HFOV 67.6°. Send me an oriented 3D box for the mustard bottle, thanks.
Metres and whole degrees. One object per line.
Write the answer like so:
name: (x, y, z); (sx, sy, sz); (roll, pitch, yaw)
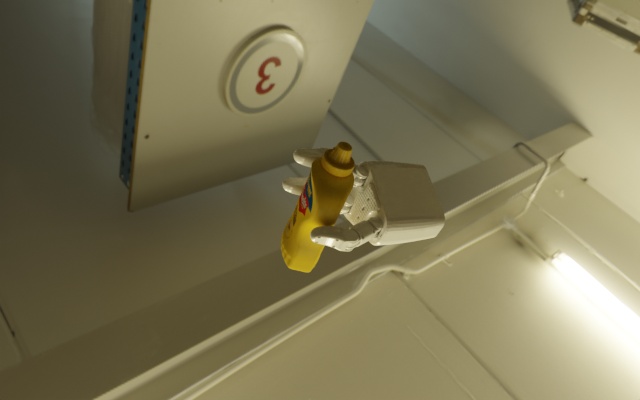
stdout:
mustard bottle: (0.000, 0.002, 0.633); (0.058, 0.192, 0.096); (15, 40, -11)
